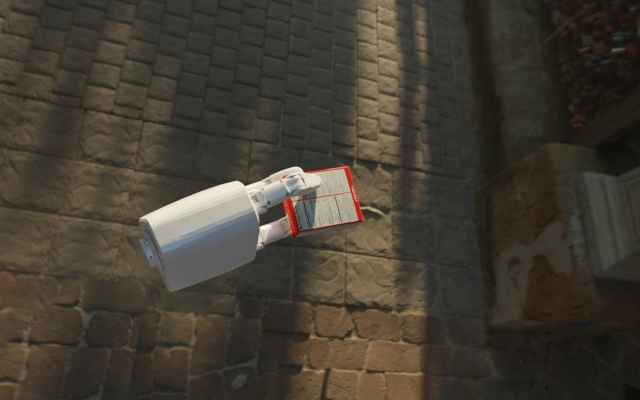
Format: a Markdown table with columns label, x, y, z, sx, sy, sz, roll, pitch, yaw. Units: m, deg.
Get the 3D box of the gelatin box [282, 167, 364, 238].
| label | x | y | z | sx | sy | sz | roll | pitch | yaw |
| --- | --- | --- | --- | --- | --- | --- | --- | --- | --- |
| gelatin box | 0.001 | 0.002 | 0.582 | 0.089 | 0.073 | 0.030 | -9 | -17 | -19 |
